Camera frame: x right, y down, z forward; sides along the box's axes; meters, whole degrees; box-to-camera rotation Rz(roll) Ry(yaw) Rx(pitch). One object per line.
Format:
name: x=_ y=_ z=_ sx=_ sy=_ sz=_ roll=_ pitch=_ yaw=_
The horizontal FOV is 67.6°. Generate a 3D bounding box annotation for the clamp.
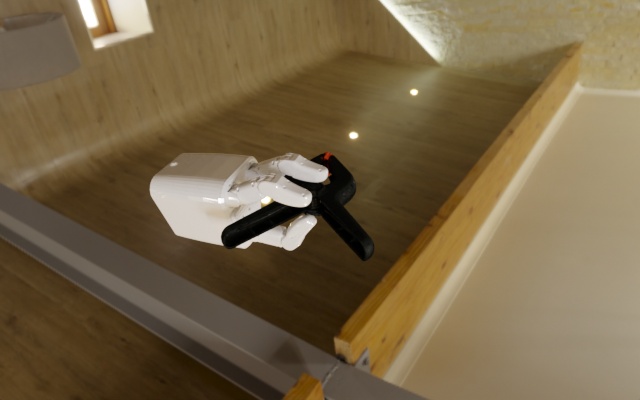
clamp: x=0.000 y=0.002 z=0.571 sx=0.164 sy=0.036 sz=0.210 roll=9 pitch=33 yaw=16
